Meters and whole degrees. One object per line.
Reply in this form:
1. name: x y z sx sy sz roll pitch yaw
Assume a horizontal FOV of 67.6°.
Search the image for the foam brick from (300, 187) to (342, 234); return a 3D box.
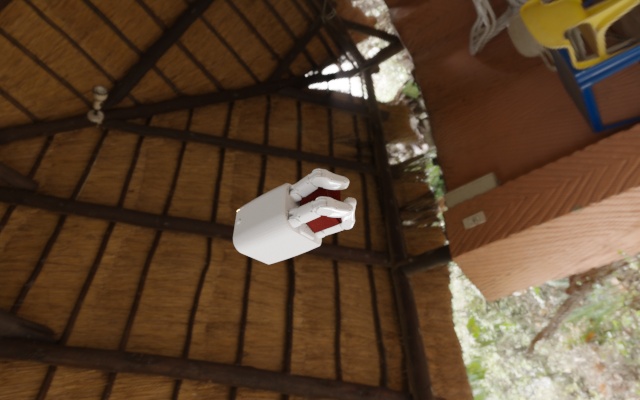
1. foam brick: 0.000 0.002 0.779 0.051 0.078 0.053 -21 -49 20
